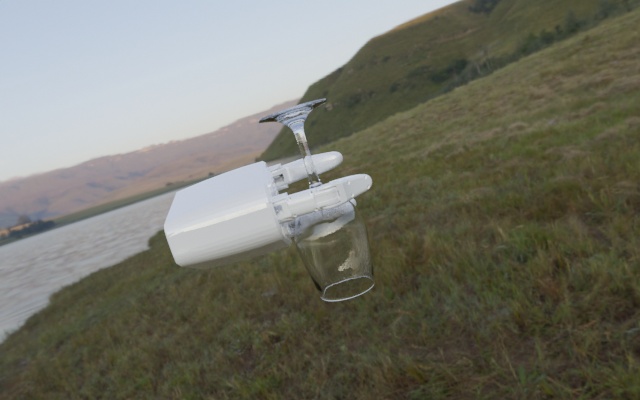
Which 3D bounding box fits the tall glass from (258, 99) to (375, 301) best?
[{"bbox_3d":[0.000,0.001,0.504,0.079,0.201,0.079,-17,7,2],"label":"tall glass"}]
